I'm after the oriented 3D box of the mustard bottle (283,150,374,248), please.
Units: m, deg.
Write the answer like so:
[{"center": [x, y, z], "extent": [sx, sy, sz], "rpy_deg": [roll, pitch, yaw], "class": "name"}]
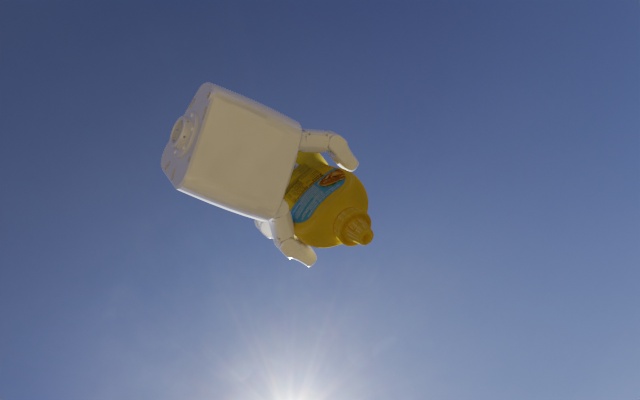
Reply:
[{"center": [0.000, 0.002, 0.554], "extent": [0.058, 0.096, 0.191], "rpy_deg": [51, -8, -36], "class": "mustard bottle"}]
